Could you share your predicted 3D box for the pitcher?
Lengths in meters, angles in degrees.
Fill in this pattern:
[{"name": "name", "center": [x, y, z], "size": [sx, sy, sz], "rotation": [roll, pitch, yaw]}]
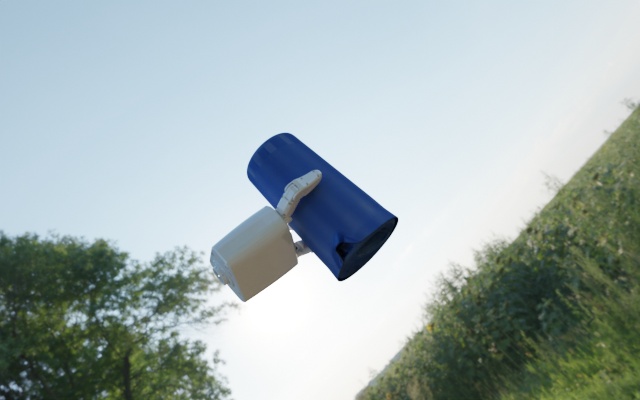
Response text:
[{"name": "pitcher", "center": [0.000, 0.003, 0.774], "size": [0.145, 0.242, 0.149], "rotation": [-37, -22, -24]}]
